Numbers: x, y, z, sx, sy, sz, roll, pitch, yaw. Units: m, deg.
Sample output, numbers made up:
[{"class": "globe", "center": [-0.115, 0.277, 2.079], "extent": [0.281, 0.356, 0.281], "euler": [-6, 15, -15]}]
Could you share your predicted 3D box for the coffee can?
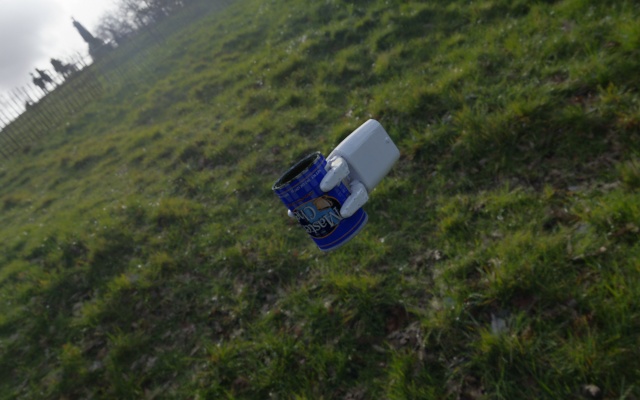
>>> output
[{"class": "coffee can", "center": [0.000, 0.003, 0.814], "extent": [0.103, 0.140, 0.102], "euler": [-35, 15, 11]}]
